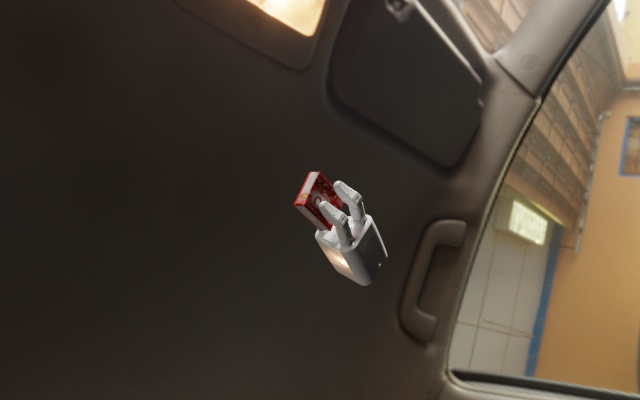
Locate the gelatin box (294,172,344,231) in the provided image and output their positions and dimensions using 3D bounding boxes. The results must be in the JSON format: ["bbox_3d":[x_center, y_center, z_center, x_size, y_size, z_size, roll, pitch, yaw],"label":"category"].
[{"bbox_3d":[0.000,0.003,0.863,0.030,0.073,0.089,1,-34,43],"label":"gelatin box"}]
